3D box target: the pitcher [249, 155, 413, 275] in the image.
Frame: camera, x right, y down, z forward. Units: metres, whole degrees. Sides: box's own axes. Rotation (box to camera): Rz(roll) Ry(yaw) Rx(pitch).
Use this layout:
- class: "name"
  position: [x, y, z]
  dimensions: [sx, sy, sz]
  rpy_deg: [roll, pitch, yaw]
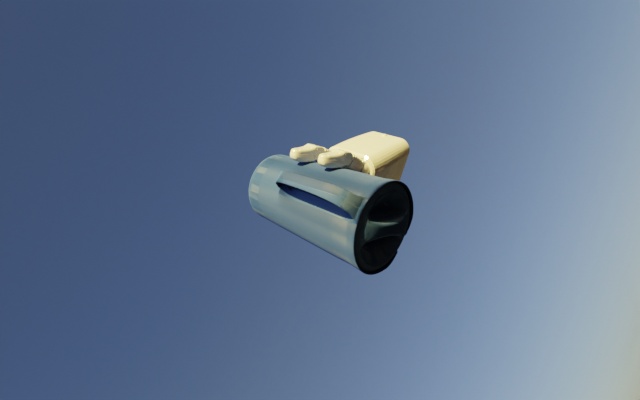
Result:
- class: "pitcher"
  position: [0.000, 0.002, 0.707]
  dimensions: [0.242, 0.149, 0.145]
  rpy_deg: [20, 36, 39]
